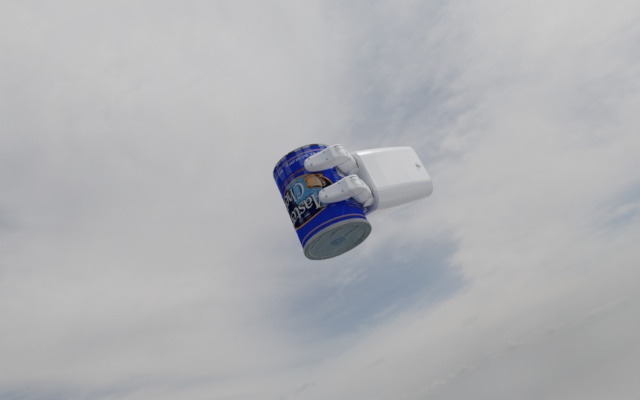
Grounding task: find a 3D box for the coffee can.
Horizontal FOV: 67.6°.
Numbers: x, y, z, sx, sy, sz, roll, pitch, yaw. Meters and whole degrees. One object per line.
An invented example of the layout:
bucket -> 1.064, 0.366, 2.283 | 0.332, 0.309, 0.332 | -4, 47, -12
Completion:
coffee can -> 0.000, 0.002, 0.703 | 0.103, 0.140, 0.103 | -19, -27, -10
